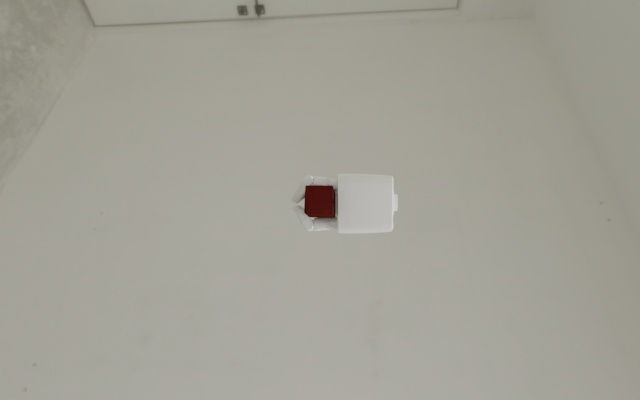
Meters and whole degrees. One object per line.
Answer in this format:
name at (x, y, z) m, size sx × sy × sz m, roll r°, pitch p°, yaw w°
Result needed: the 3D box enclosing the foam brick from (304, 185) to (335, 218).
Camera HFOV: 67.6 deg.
foam brick at (0.000, 0.003, 0.888) m, size 0.051 × 0.053 × 0.078 m, roll 1°, pitch -7°, yaw 5°
